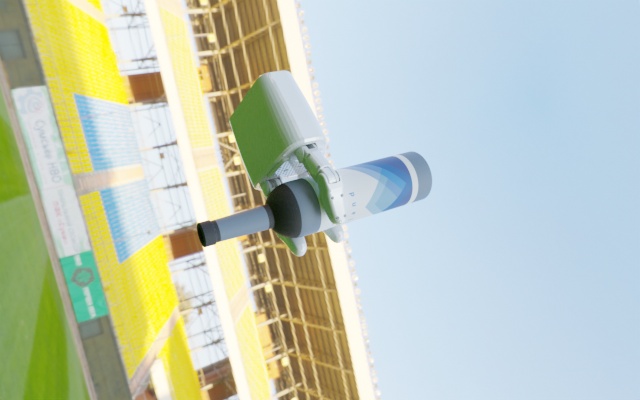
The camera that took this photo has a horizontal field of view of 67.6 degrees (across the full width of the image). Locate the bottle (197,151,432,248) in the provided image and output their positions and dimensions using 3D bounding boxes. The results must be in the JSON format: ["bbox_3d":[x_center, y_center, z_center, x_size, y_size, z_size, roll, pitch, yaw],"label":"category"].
[{"bbox_3d":[0.000,0.002,0.570,0.295,0.069,0.069,-15,7,-27],"label":"bottle"}]
